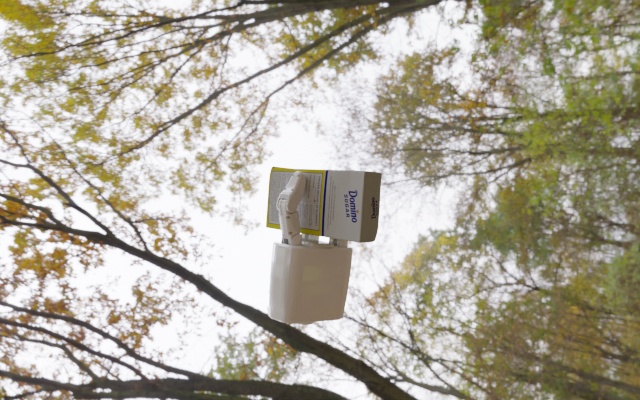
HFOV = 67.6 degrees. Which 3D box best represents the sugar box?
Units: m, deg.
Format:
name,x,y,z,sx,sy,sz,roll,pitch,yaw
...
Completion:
name,x,y,z,sx,sy,sz,roll,pitch,yaw
sugar box,0.000,0.002,0.665,0.176,0.093,0.048,6,3,39
